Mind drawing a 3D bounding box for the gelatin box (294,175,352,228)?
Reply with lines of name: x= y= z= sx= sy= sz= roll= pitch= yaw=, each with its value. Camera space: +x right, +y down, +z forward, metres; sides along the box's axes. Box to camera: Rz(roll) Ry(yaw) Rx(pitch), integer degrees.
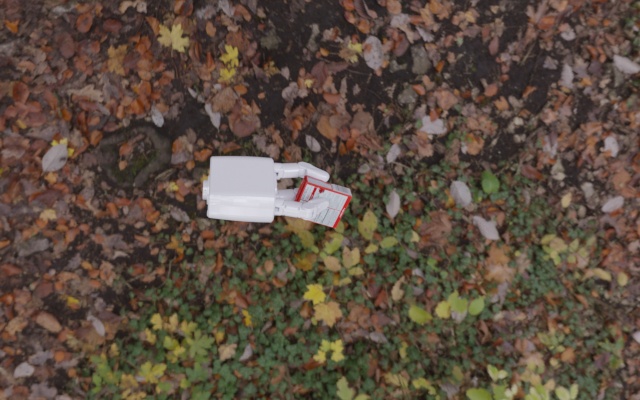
gelatin box: x=0.000 y=0.003 z=0.837 sx=0.089 sy=0.073 sz=0.030 roll=17 pitch=29 yaw=-16
